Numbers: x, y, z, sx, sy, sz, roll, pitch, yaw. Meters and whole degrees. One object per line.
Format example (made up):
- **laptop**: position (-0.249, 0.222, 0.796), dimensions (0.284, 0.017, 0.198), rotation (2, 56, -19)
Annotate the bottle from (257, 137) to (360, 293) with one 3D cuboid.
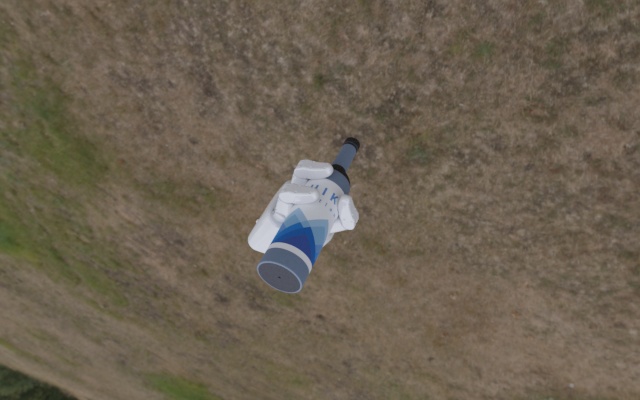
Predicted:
- **bottle**: position (0.000, 0.003, 0.726), dimensions (0.069, 0.069, 0.295), rotation (0, 43, 31)
